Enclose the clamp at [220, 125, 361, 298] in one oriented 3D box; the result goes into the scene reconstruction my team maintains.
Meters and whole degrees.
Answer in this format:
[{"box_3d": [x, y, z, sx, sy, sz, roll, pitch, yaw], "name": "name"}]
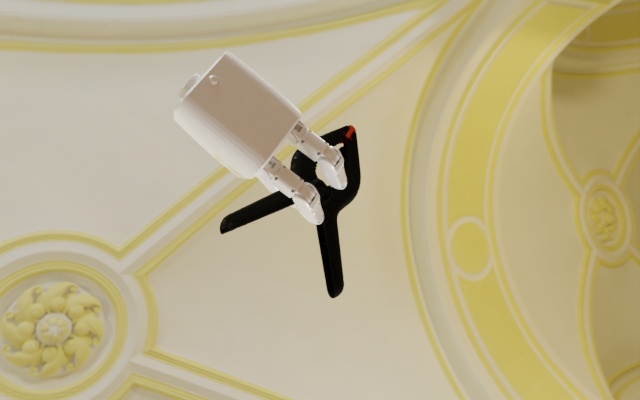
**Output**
[{"box_3d": [0.000, 0.001, 0.583, 0.164, 0.210, 0.036, 40, -24, -14], "name": "clamp"}]
